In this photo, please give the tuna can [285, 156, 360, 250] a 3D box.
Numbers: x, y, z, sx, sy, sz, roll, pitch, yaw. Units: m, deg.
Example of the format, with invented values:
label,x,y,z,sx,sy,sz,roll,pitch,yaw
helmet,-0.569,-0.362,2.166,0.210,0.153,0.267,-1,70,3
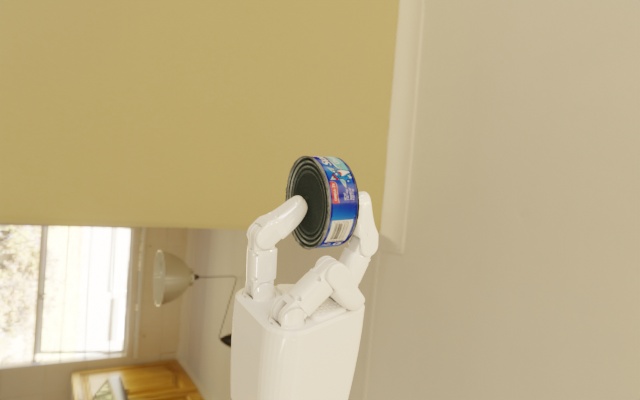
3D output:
label,x,y,z,sx,sy,sz,roll,pitch,yaw
tuna can,0.001,0.001,0.443,0.034,0.086,0.086,-3,1,-29
